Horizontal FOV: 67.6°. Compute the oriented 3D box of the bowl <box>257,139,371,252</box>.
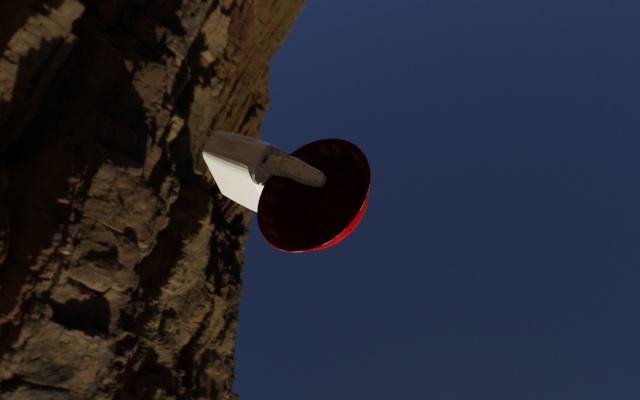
[{"bbox_3d":[0.001,0.003,0.607,0.162,0.162,0.055,0,-30,34],"label":"bowl"}]
